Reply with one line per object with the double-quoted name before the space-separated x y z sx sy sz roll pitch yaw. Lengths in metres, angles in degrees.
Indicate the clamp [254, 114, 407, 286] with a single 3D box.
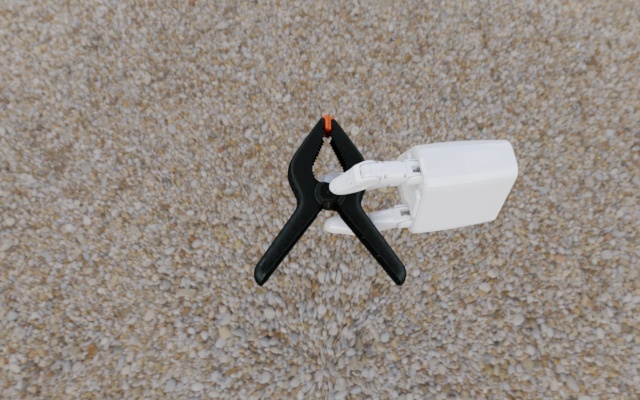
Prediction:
"clamp" 0.000 0.001 0.543 0.164 0.210 0.036 -5 -20 -8
